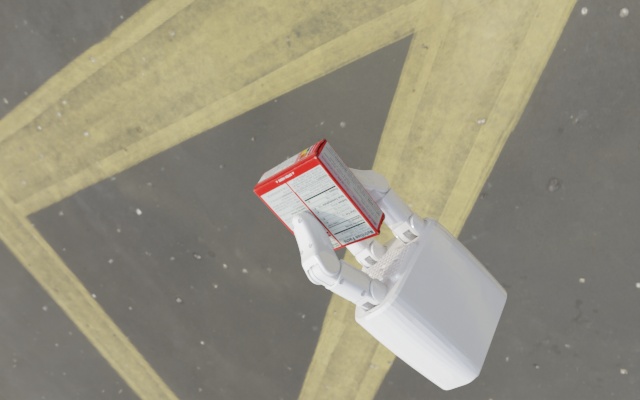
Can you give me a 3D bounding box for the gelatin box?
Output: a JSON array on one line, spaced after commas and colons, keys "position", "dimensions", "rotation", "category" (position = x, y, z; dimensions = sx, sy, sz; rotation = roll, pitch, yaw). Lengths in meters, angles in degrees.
[{"position": [0.000, 0.001, 0.404], "dimensions": [0.073, 0.089, 0.030], "rotation": [-25, 26, 36], "category": "gelatin box"}]
